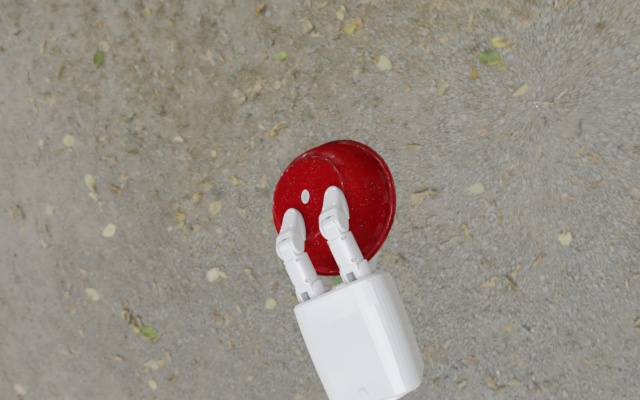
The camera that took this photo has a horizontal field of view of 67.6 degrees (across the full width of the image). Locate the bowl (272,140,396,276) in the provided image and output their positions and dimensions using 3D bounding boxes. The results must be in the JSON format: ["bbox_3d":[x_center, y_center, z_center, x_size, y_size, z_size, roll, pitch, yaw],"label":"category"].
[{"bbox_3d":[-0.001,0.001,0.534,0.162,0.162,0.055,0,-12,35],"label":"bowl"}]
